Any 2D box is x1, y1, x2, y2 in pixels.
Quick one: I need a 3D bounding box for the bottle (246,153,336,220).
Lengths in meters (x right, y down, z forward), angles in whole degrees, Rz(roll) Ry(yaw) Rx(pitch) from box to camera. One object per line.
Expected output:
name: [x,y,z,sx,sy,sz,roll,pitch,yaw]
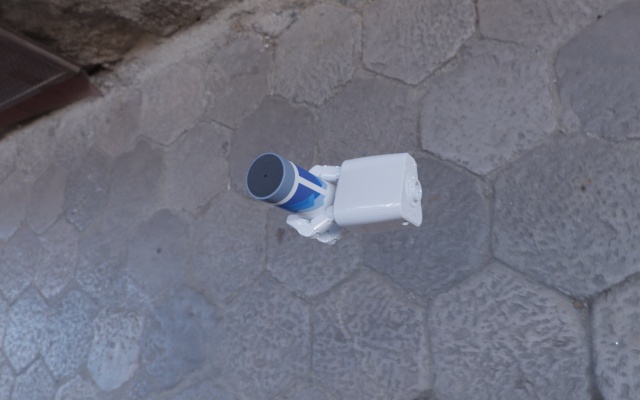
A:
bottle: [0.000,0.002,0.767,0.069,0.069,0.296,0,-14,32]
